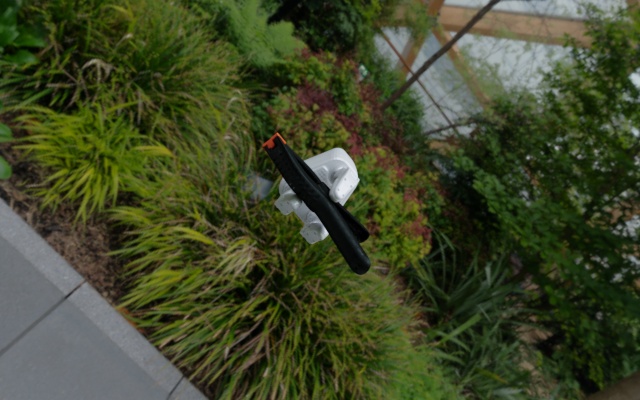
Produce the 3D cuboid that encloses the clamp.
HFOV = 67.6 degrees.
[{"bbox_3d":[0.000,0.001,0.630,0.036,0.210,0.164,-39,11,9],"label":"clamp"}]
